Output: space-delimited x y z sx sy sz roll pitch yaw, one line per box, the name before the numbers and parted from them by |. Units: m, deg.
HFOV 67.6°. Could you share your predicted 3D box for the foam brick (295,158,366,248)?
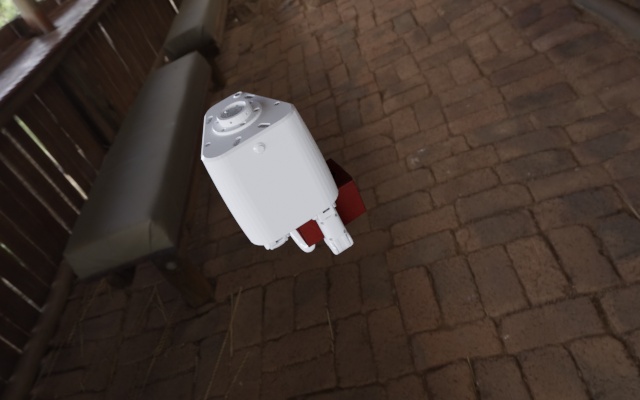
foam brick | 0.000 0.002 0.517 0.078 0.051 0.053 -32 38 -8
